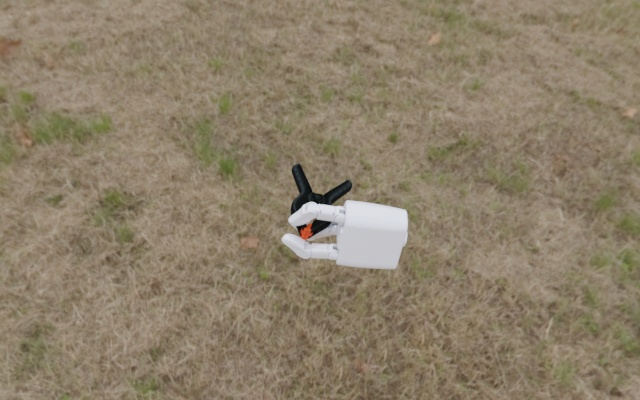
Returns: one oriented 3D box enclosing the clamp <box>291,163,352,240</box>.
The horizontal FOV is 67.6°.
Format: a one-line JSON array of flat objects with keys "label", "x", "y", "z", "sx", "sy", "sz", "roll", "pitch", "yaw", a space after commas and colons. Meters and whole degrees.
[{"label": "clamp", "x": 0.000, "y": 0.003, "z": 0.879, "sx": 0.120, "sy": 0.171, "sz": 0.039, "roll": 7, "pitch": -42, "yaw": -4}]
